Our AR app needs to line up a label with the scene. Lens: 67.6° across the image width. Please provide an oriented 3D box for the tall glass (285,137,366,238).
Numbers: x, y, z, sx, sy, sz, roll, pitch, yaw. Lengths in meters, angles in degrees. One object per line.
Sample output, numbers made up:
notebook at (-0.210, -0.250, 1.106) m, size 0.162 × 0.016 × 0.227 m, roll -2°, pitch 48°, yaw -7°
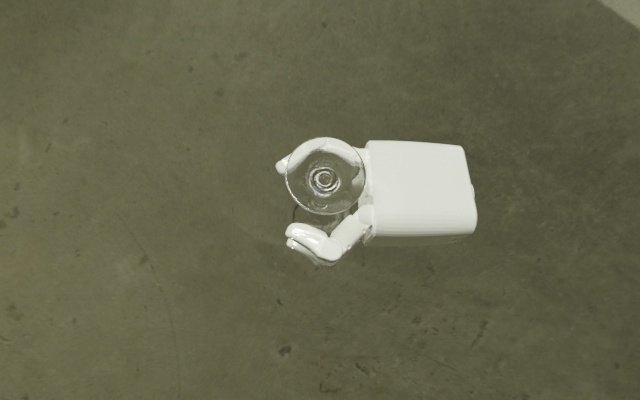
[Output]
tall glass at (0.000, 0.001, 0.528) m, size 0.079 × 0.079 × 0.201 m, roll 0°, pitch -15°, yaw -3°
